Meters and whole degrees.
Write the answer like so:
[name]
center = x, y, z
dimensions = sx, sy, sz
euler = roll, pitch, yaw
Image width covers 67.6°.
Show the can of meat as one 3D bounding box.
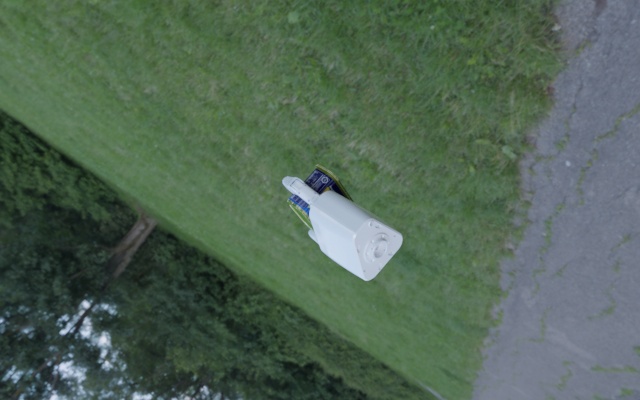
[can of meat]
center = 0.000, 0.003, 0.827
dimensions = 0.057, 0.084, 0.102
euler = 33, -13, 42
